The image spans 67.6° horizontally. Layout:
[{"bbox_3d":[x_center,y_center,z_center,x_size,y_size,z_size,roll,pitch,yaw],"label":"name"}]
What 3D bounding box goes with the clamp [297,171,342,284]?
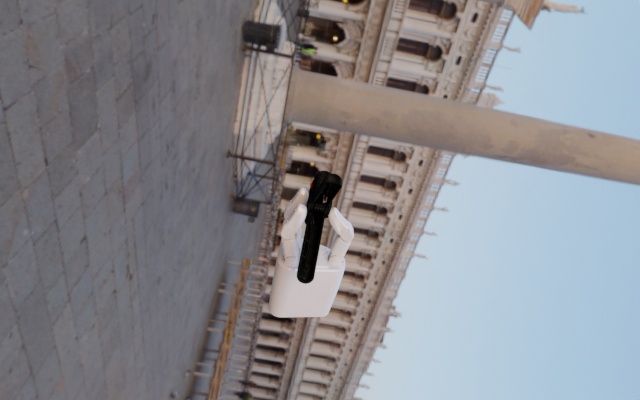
[{"bbox_3d":[0.001,0.003,0.723,0.036,0.165,0.210,15,27,-6],"label":"clamp"}]
